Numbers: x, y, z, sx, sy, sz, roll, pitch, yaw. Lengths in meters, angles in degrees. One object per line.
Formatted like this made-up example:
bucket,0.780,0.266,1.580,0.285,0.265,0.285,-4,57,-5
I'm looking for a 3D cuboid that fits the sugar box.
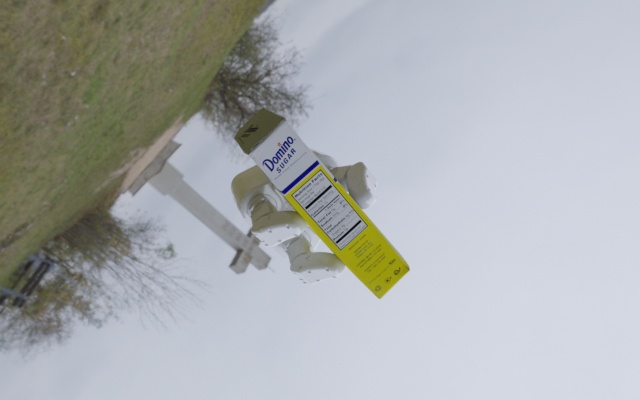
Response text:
sugar box,0.000,0.002,0.421,0.176,0.048,0.093,46,-1,-23
